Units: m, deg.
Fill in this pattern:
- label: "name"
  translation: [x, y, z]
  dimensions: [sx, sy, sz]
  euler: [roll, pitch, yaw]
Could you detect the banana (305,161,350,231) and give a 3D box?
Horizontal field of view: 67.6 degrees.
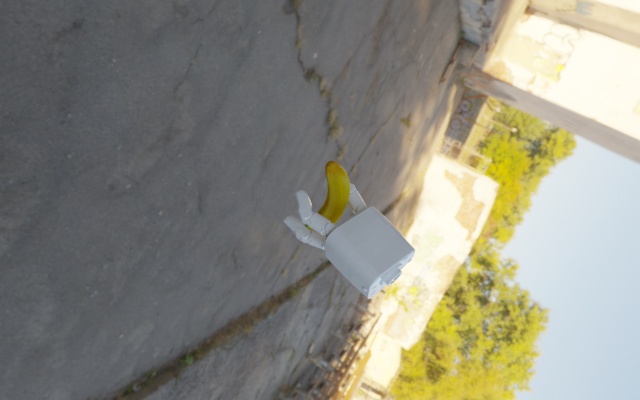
- label: "banana"
  translation: [0.015, 0.002, 0.813]
  dimensions: [0.069, 0.037, 0.198]
  euler: [-10, -33, -28]
